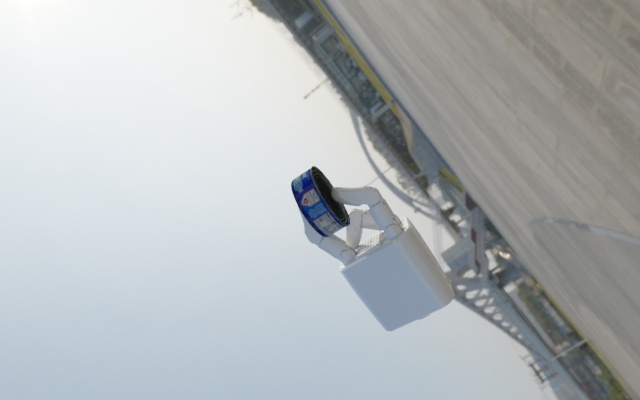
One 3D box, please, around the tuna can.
[{"bbox_3d":[0.000,0.002,0.593,0.034,0.086,0.086,-32,-8,13],"label":"tuna can"}]
